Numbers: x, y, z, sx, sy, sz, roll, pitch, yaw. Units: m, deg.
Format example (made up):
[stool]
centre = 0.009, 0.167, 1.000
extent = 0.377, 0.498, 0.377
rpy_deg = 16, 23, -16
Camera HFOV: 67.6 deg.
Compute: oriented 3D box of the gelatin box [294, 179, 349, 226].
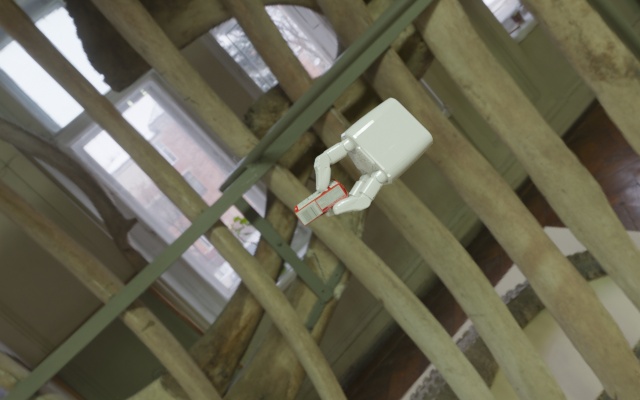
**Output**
[gelatin box]
centre = 0.000, 0.002, 0.793
extent = 0.089, 0.030, 0.073
rpy_deg = -34, 8, -1
